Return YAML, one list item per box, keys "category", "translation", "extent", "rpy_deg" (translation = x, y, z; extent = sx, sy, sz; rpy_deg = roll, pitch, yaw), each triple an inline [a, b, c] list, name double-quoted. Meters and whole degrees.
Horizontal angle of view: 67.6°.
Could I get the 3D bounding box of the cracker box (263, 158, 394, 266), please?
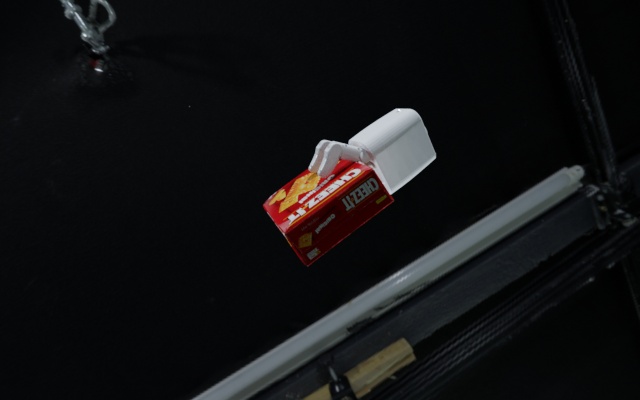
- category: "cracker box"
  translation: [0.000, 0.003, 0.787]
  extent: [0.164, 0.072, 0.213]
  rpy_deg: [-37, 18, -6]
